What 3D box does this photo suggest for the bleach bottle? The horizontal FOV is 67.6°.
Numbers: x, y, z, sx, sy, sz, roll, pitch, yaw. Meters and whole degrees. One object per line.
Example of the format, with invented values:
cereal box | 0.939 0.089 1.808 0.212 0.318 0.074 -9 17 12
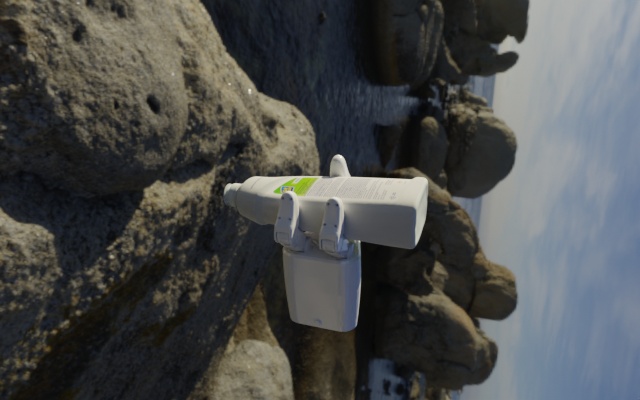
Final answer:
bleach bottle | 0.000 0.002 0.596 0.251 0.068 0.102 7 24 19
